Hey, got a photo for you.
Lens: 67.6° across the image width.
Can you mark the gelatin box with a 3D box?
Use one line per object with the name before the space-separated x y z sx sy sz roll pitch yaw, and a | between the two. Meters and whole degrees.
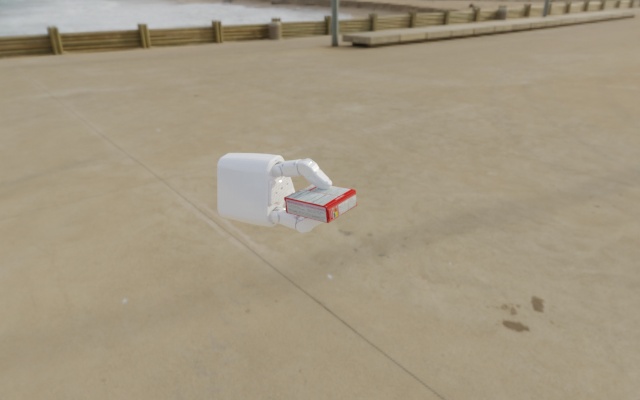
gelatin box | 0.000 0.002 0.738 0.089 0.030 0.073 11 28 39
